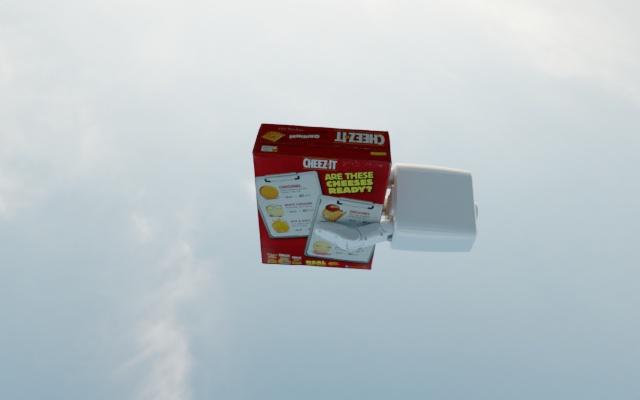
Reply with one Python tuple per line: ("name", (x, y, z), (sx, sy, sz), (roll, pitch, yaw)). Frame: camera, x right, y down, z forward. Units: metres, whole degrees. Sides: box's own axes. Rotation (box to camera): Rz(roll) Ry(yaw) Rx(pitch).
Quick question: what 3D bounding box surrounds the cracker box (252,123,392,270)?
("cracker box", (0.000, 0.002, 0.644), (0.164, 0.072, 0.214), (4, -44, 1))
